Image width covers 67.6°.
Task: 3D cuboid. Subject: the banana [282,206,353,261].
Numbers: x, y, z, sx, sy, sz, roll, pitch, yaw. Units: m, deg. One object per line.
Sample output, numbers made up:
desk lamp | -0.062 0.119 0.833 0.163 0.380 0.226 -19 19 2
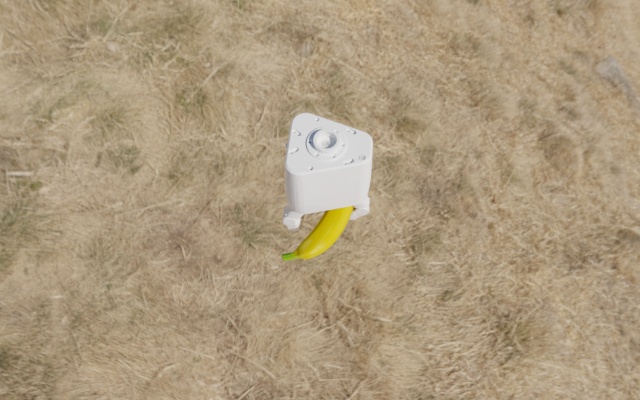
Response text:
banana | 0.015 0.012 0.716 0.069 0.197 0.037 22 -21 22
